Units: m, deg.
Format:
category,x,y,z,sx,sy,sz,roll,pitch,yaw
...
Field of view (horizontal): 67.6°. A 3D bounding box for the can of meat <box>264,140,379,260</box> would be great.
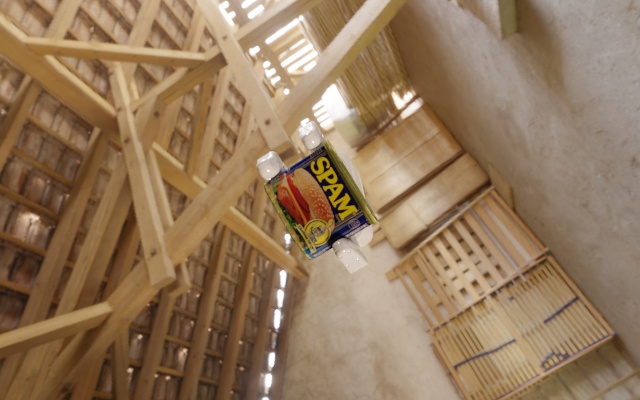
category,x,y,z,sx,sy,sz,roll,pitch,yaw
can of meat,0.000,0.002,0.509,0.084,0.102,0.057,-32,-12,7
